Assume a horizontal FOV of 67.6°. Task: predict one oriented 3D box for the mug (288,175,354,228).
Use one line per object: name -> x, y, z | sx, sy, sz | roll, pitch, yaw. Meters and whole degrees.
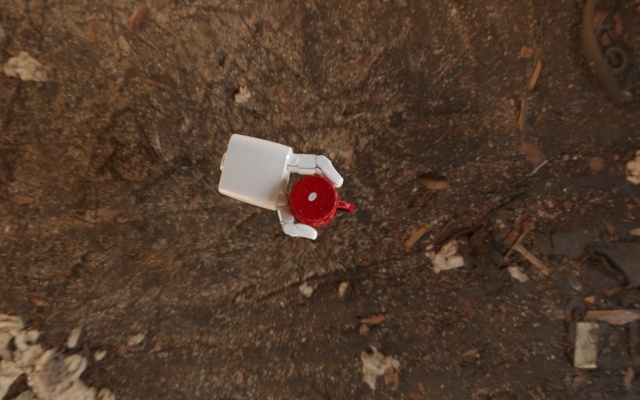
mug -> 0.002, 0.003, 0.825 | 0.117, 0.093, 0.081 | 14, -5, 1
